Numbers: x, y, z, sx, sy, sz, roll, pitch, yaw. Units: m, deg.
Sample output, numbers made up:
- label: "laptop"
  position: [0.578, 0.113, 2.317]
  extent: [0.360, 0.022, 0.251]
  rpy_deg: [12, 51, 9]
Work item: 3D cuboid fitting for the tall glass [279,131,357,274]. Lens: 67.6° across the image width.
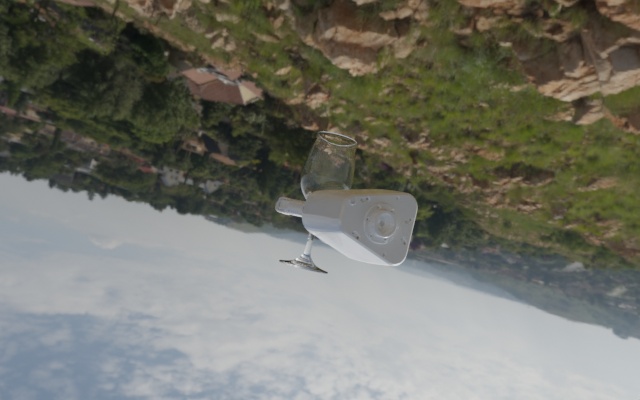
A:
- label: "tall glass"
  position: [0.000, 0.003, 0.708]
  extent: [0.079, 0.201, 0.079]
  rpy_deg: [14, -5, 1]
